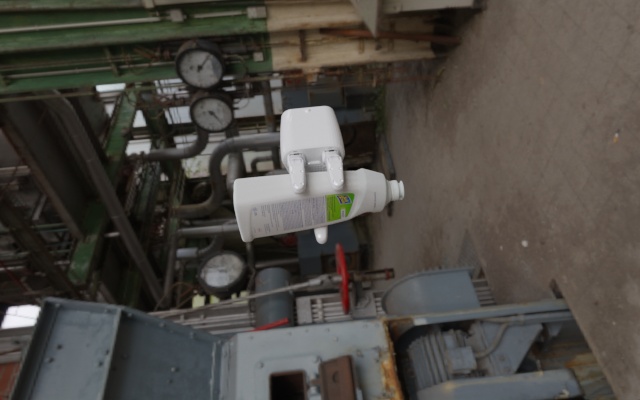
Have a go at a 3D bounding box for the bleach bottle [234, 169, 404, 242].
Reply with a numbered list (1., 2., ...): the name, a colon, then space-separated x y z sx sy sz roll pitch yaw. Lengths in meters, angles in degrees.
1. bleach bottle: 0.000 0.002 0.728 0.251 0.068 0.103 -6 -42 -2
